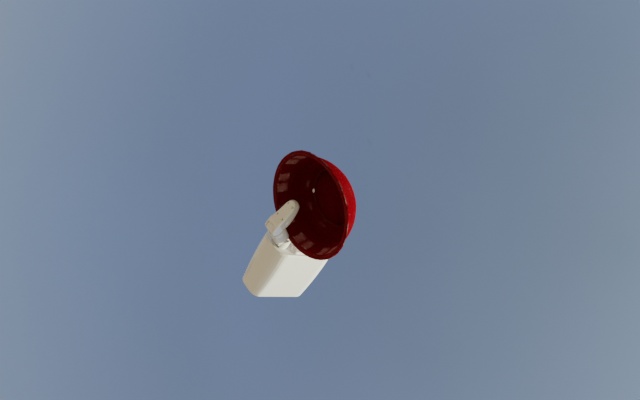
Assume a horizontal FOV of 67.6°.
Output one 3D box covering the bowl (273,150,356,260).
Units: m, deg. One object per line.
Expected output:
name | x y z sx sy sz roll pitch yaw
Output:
bowl | 0.001 0.001 0.696 0.055 0.162 0.162 -18 12 -39
